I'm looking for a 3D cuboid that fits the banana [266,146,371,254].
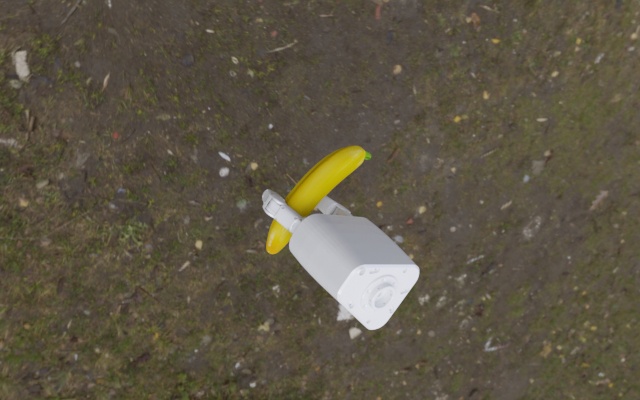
[{"bbox_3d":[-0.003,-0.011,0.621,0.037,0.198,0.070,38,-15,37],"label":"banana"}]
